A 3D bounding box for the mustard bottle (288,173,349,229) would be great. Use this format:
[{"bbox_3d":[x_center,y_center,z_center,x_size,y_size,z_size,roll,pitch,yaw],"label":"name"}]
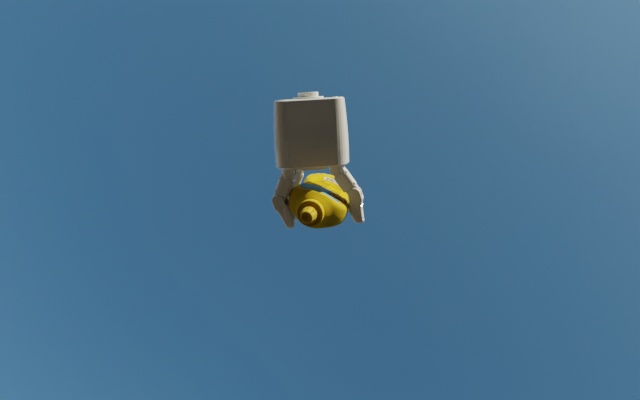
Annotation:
[{"bbox_3d":[0.000,0.003,0.778,0.096,0.058,0.191,24,17,6],"label":"mustard bottle"}]
